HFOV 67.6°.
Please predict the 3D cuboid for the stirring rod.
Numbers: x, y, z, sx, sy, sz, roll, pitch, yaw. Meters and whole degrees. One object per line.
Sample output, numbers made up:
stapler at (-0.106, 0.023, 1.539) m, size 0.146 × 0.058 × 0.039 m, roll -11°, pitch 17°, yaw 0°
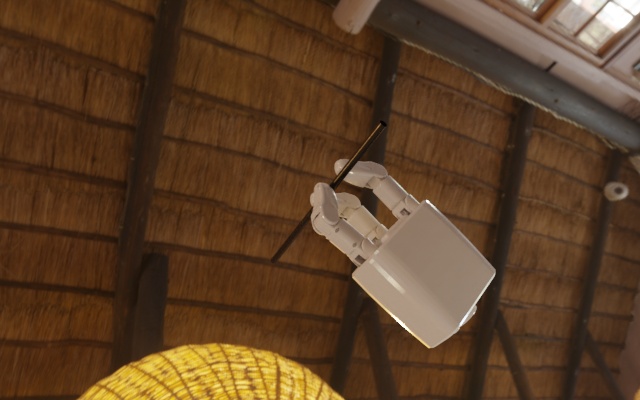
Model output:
stirring rod at (0.000, 0.002, 0.520) m, size 0.011 × 0.011 × 0.240 m, roll 0°, pitch -38°, yaw -38°
